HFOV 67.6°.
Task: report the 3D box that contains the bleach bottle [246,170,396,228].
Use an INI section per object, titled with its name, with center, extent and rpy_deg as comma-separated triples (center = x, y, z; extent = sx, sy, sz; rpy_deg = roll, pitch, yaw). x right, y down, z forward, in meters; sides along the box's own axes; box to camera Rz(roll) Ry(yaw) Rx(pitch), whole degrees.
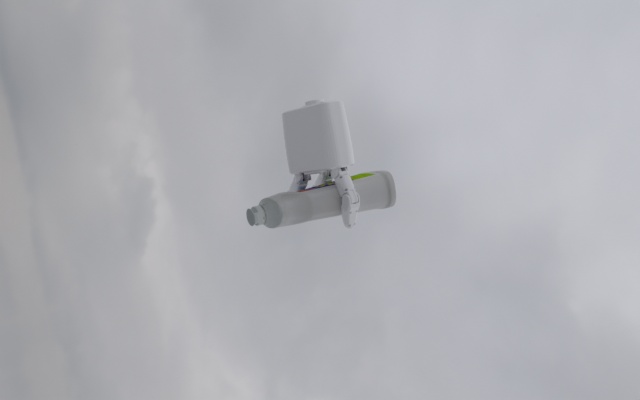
[bleach bottle]
center = 0.000, 0.003, 0.792
extent = 0.251, 0.068, 0.102
rpy_deg = -13, 7, -33
